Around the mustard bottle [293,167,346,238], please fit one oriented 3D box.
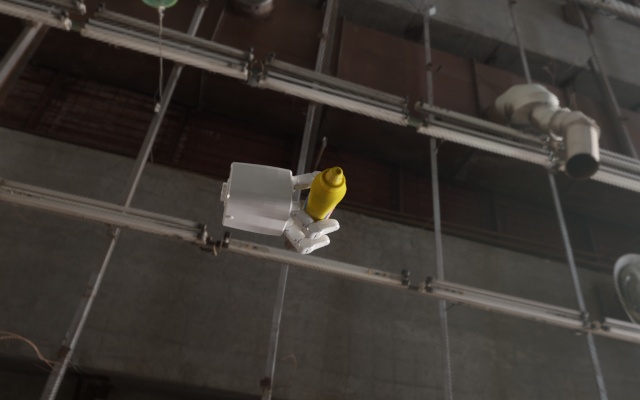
[{"bbox_3d":[0.000,0.003,0.836,0.058,0.096,0.192,29,-36,2],"label":"mustard bottle"}]
